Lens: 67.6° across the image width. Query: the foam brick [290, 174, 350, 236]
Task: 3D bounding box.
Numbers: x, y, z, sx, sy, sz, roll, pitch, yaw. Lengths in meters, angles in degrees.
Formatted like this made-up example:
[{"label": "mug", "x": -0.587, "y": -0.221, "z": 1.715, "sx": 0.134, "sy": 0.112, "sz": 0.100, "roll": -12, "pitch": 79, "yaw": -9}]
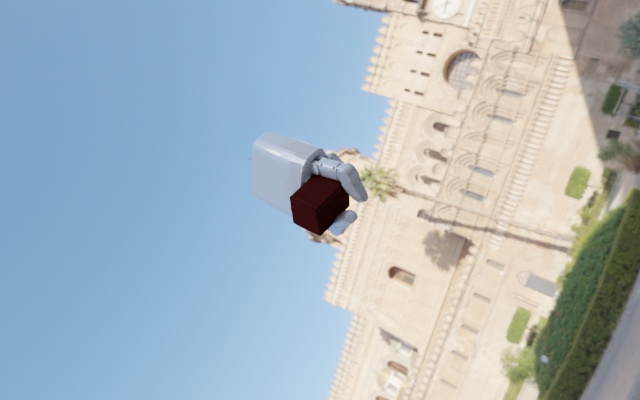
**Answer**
[{"label": "foam brick", "x": 0.000, "y": 0.002, "z": 0.688, "sx": 0.051, "sy": 0.053, "sz": 0.078, "roll": 24, "pitch": 49, "yaw": 28}]
